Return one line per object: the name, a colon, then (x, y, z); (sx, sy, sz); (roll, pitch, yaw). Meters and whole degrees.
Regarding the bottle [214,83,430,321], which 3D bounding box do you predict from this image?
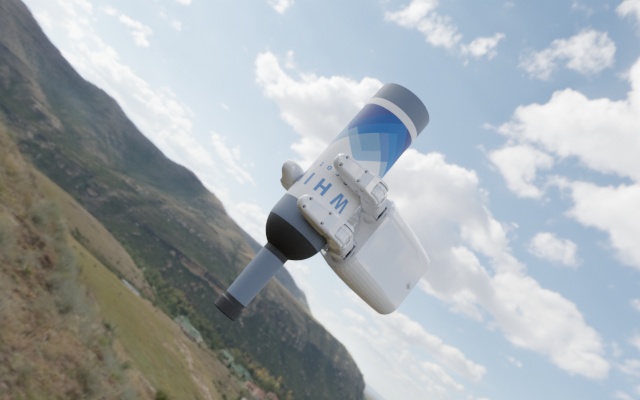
bottle: (0.000, 0.001, 0.499); (0.069, 0.295, 0.069); (39, -13, 11)
